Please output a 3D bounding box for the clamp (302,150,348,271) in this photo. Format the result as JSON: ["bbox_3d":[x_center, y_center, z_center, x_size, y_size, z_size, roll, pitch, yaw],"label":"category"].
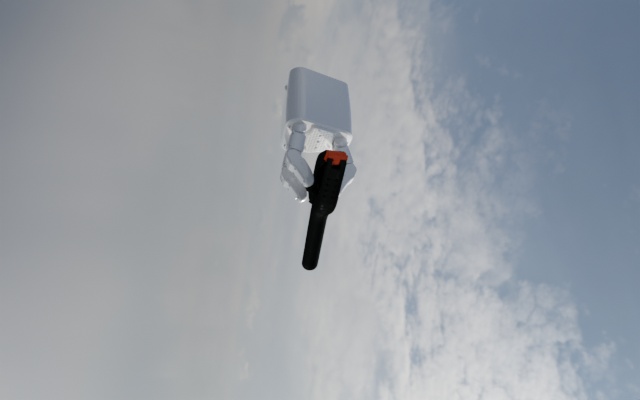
[{"bbox_3d":[0.001,0.002,0.710,0.036,0.164,0.210,5,-26,-12],"label":"clamp"}]
